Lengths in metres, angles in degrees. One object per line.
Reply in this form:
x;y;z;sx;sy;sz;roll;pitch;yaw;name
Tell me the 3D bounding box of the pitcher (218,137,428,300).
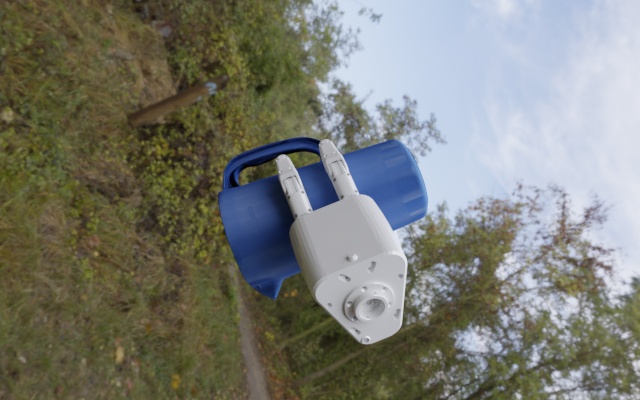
0.000;0.002;0.602;0.243;0.149;0.145;-21;31;-2;pitcher
